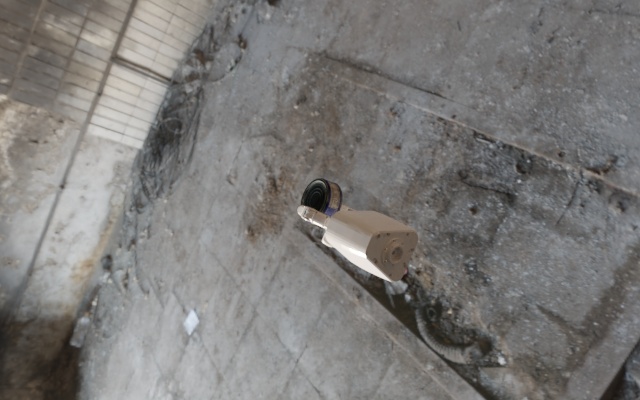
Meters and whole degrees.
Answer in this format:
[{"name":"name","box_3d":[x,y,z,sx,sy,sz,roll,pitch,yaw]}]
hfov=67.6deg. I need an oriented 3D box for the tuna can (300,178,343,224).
[{"name":"tuna can","box_3d":[0.000,0.003,0.882,0.034,0.086,0.086,19,-11,-35]}]
